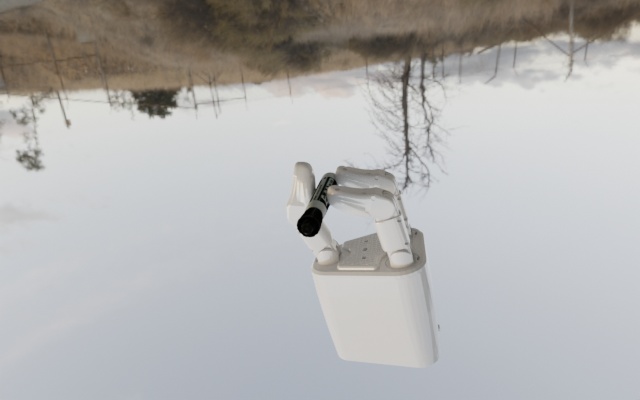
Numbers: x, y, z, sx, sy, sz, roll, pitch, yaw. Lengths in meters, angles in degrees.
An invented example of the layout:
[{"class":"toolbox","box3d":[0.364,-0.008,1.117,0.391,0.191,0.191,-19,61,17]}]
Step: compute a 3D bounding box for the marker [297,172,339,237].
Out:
[{"class":"marker","box3d":[0.000,0.001,0.420,0.020,0.020,0.121,0,20,10]}]
